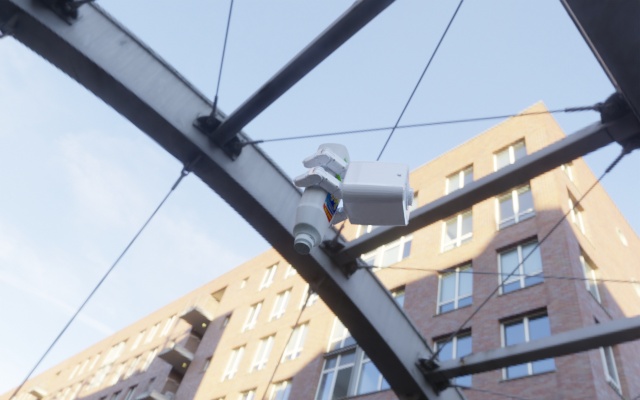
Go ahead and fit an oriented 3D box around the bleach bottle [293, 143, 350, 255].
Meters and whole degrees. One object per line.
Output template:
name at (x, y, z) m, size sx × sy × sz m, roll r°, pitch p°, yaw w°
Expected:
bleach bottle at (0.000, 0.003, 0.868) m, size 0.068 × 0.103 × 0.250 m, roll 3°, pitch 42°, yaw 15°
